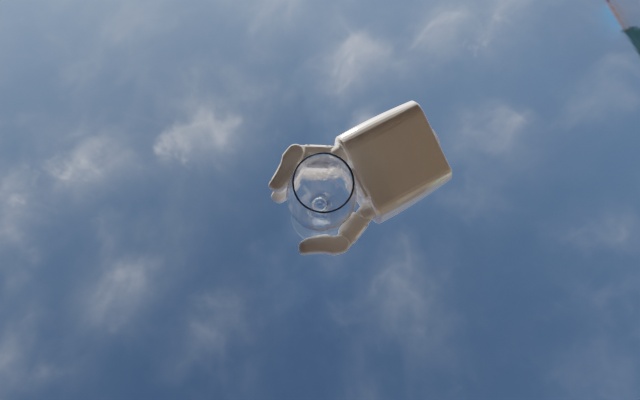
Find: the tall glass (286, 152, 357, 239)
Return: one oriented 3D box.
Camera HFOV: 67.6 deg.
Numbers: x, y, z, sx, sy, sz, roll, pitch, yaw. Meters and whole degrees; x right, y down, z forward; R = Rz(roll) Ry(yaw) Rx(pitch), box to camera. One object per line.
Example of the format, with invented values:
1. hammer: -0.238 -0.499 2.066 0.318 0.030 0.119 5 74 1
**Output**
1. tall glass: 0.000 0.002 0.563 0.079 0.079 0.201 0 -11 -1
